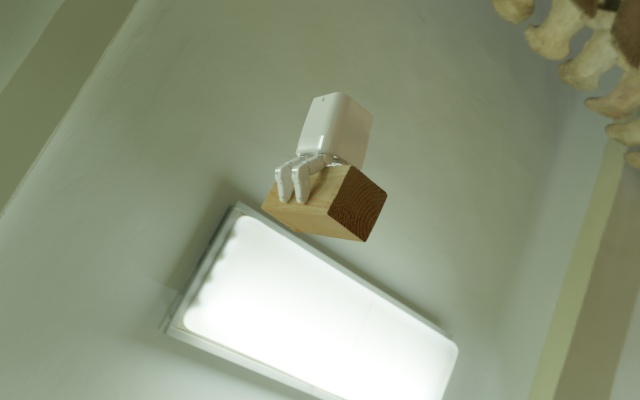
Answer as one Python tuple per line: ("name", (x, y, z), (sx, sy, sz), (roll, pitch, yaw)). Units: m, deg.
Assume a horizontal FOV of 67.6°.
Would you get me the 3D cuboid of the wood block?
("wood block", (0.000, 0.002, 0.806), (0.091, 0.090, 0.206), (36, -18, -30))
